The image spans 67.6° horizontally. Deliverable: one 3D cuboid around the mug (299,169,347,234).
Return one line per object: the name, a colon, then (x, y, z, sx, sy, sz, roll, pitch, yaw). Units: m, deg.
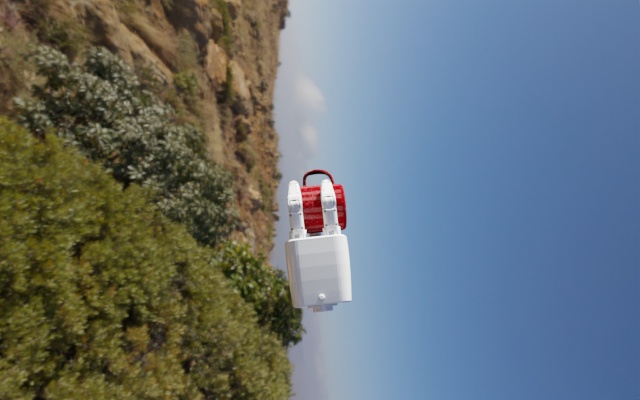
mug: (0.000, 0.001, 0.835, 0.081, 0.117, 0.093, -5, -12, -3)
